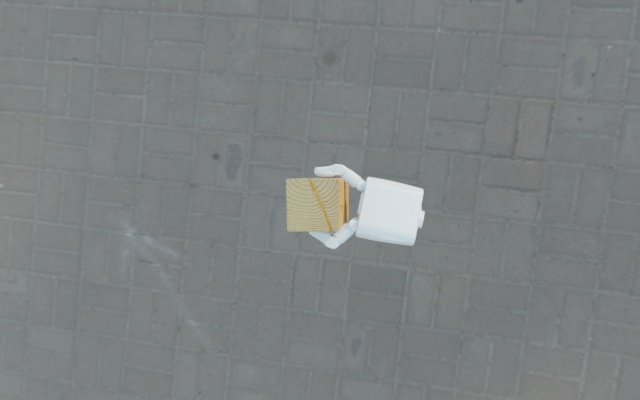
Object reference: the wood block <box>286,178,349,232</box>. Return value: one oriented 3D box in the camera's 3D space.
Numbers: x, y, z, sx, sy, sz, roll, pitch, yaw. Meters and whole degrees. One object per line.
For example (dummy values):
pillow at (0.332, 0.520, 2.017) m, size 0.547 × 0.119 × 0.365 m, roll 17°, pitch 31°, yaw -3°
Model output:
wood block at (0.001, 0.003, 0.893) m, size 0.090 × 0.091 × 0.206 m, roll 0°, pitch 2°, yaw 8°
